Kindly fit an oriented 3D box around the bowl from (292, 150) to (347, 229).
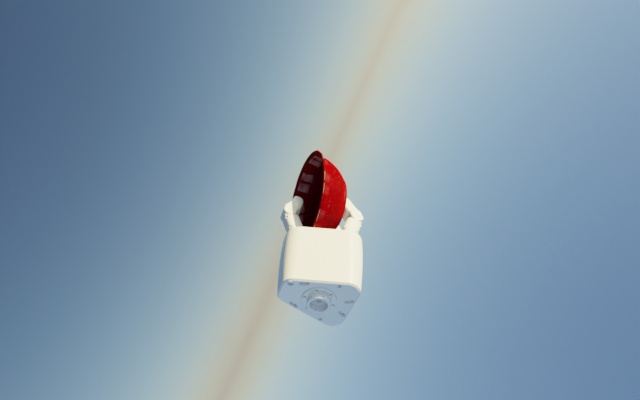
[{"bbox_3d":[0.000,0.002,0.780,0.055,0.162,0.162,12,-4,-19],"label":"bowl"}]
